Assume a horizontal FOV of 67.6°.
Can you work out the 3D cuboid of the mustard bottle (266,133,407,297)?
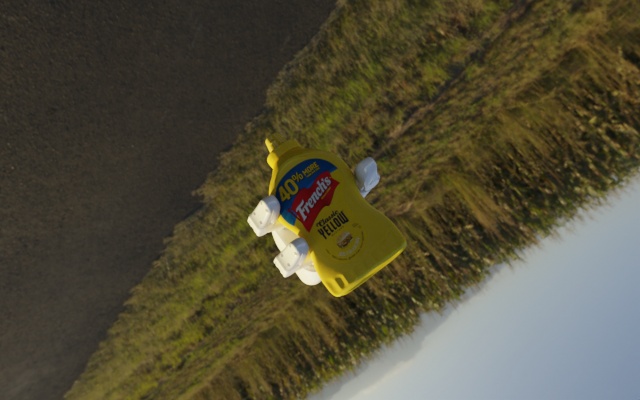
[{"bbox_3d":[0.000,0.002,0.522,0.096,0.191,0.058,-40,-15,9],"label":"mustard bottle"}]
